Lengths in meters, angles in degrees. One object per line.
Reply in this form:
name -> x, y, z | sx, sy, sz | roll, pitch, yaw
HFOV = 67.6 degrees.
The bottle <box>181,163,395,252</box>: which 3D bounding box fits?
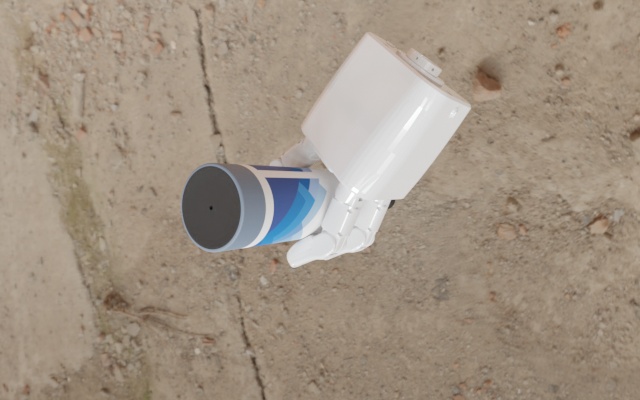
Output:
bottle -> 0.000, 0.002, 0.474 | 0.069, 0.069, 0.296 | 0, 1, 34
